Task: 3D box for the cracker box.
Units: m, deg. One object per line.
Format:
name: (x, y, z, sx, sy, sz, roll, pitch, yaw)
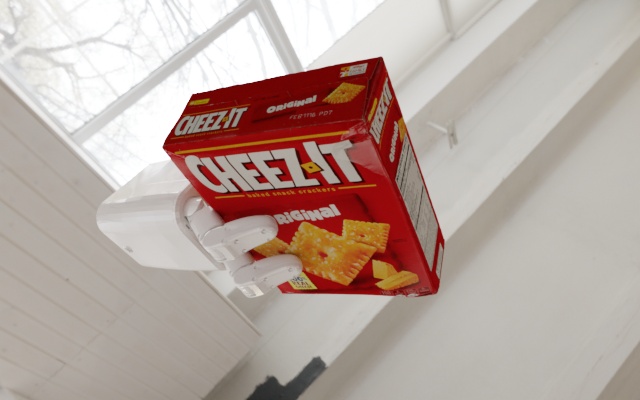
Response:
cracker box: (0.000, 0.001, 0.401, 0.164, 0.072, 0.214, -4, -41, 25)
